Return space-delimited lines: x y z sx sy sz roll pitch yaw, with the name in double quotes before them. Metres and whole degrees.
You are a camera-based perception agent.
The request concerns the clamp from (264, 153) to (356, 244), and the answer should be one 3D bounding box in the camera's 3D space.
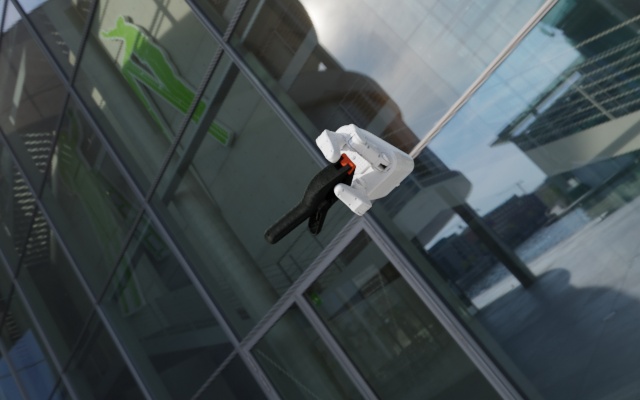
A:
"clamp" 0.000 0.002 0.716 0.171 0.039 0.120 -46 -18 21
